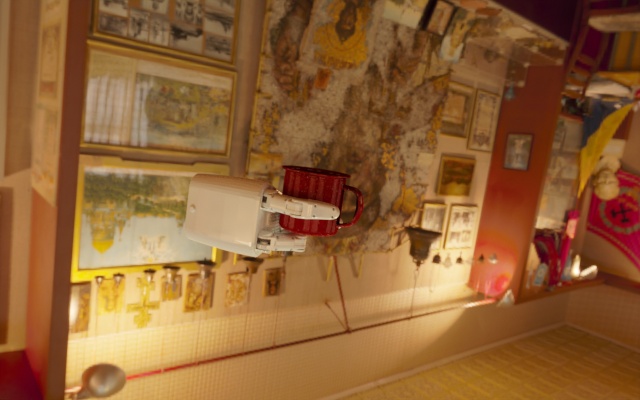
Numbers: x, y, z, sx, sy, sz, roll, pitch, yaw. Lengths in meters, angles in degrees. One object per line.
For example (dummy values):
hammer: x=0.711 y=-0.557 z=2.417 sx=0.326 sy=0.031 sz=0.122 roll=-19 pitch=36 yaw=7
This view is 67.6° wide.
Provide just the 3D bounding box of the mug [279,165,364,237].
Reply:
mug: x=0.001 y=0.003 z=0.634 sx=0.117 sy=0.081 sz=0.093 roll=11 pitch=8 yaw=18
